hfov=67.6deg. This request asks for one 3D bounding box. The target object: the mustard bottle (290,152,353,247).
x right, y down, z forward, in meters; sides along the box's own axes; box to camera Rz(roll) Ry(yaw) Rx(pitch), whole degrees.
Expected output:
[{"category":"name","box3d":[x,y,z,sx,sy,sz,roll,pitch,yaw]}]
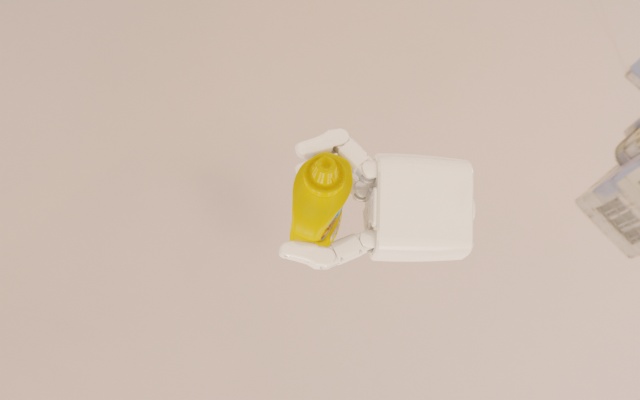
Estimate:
[{"category":"mustard bottle","box3d":[0.000,0.002,0.528,0.058,0.096,0.192,24,-21,5]}]
